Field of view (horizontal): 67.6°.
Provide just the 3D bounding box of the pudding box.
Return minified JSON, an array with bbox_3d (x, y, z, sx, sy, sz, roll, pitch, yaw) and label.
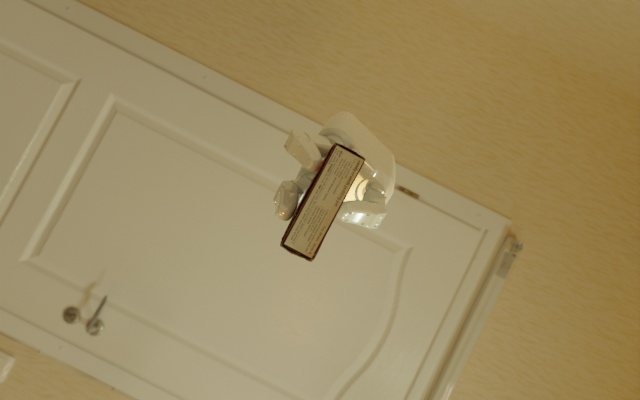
[{"bbox_3d":[0.000,0.002,0.485,0.039,0.113,0.090,26,-2,-2],"label":"pudding box"}]
